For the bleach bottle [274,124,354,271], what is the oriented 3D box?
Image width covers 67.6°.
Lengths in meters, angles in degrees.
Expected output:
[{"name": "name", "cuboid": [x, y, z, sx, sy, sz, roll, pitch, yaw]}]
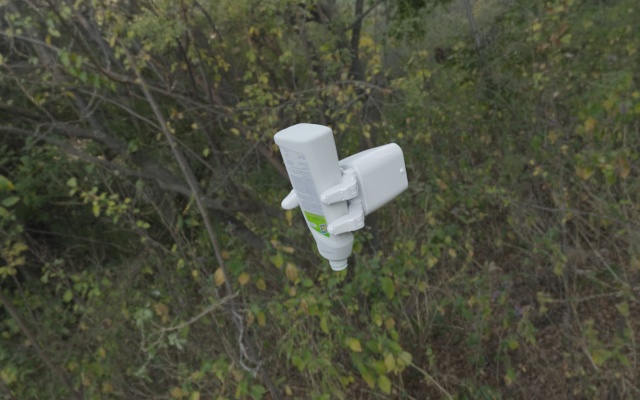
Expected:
[{"name": "bleach bottle", "cuboid": [0.000, 0.003, 0.796, 0.068, 0.251, 0.102, -28, 28, -29]}]
